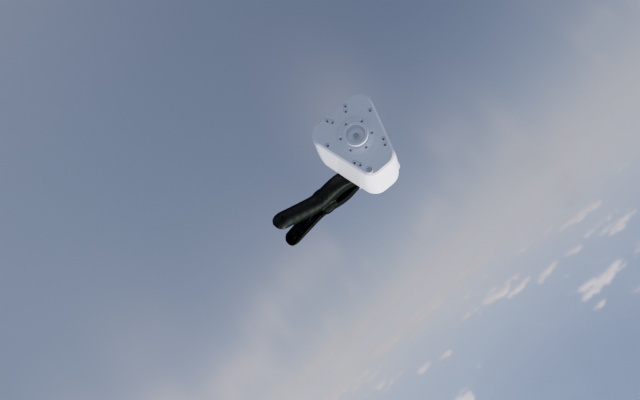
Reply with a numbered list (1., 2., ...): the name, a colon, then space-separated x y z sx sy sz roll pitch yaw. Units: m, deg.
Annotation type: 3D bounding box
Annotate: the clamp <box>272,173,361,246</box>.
1. clamp: 0.001 0.003 0.721 0.171 0.039 0.120 -42 -12 1
